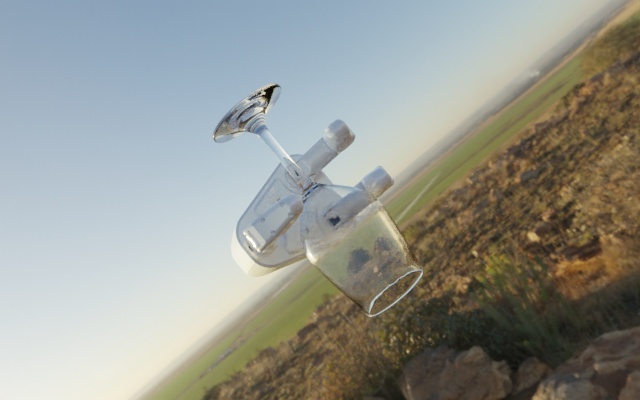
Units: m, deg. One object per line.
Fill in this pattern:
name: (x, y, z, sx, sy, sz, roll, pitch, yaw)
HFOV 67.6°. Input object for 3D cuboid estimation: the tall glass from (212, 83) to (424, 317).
tall glass: (0.000, 0.001, 0.407, 0.079, 0.201, 0.079, -40, -3, -3)
